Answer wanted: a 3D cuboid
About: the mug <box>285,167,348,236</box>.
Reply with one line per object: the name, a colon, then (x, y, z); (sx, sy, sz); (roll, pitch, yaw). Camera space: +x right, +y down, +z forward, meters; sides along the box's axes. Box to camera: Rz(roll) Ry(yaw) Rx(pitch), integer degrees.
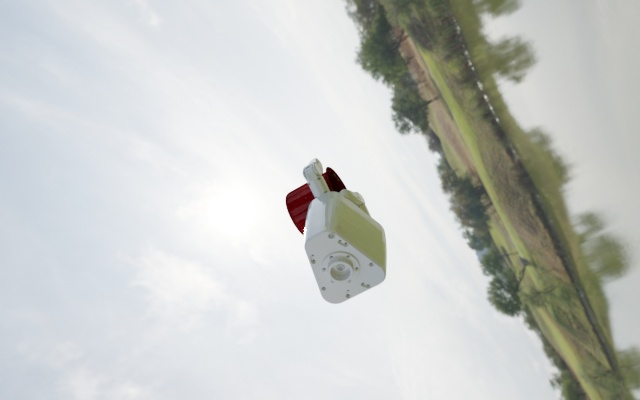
mug: (0.000, 0.002, 0.749); (0.081, 0.093, 0.117); (-28, 19, 15)
